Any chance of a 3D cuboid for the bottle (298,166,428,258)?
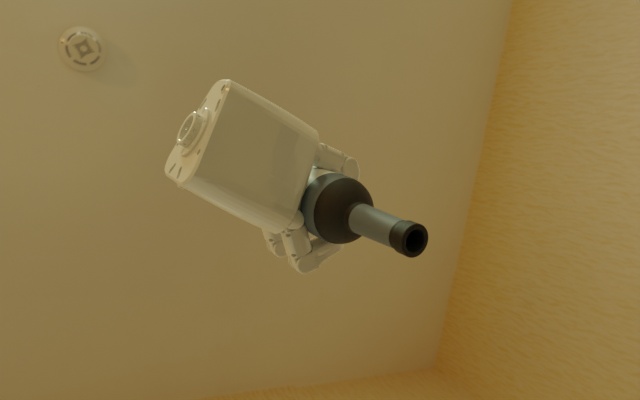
[{"bbox_3d":[0.000,0.002,0.491,0.069,0.069,0.295,0,12,-31],"label":"bottle"}]
